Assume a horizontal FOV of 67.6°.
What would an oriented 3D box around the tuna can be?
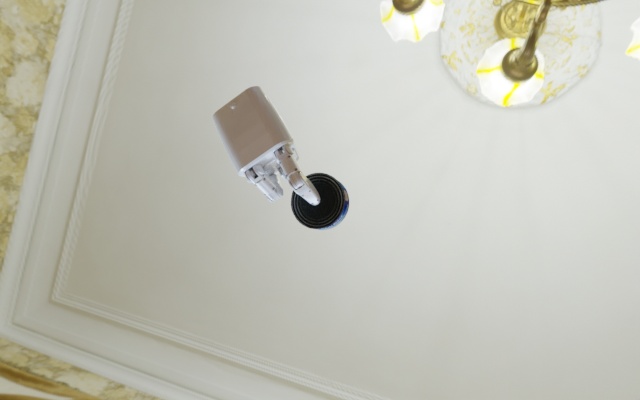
[{"bbox_3d":[0.000,0.003,0.730,0.086,0.086,0.034,0,-7,18],"label":"tuna can"}]
